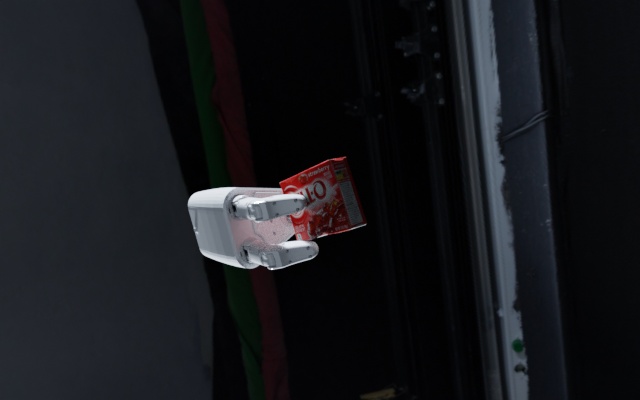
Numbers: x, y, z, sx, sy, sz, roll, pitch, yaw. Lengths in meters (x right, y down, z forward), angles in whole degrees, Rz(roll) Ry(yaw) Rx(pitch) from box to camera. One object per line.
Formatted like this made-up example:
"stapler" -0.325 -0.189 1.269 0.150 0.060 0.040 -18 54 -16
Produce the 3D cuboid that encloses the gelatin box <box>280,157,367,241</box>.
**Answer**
"gelatin box" 0.001 0.002 0.510 0.030 0.073 0.089 -15 -3 -43
